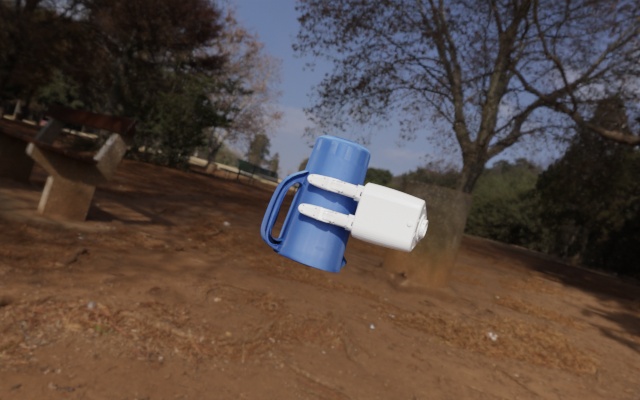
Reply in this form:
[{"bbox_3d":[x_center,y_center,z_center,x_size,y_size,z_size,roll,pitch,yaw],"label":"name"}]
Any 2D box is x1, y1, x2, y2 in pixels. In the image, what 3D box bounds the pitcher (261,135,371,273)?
[{"bbox_3d":[0.000,0.003,0.898,0.145,0.243,0.149,17,-2,20],"label":"pitcher"}]
